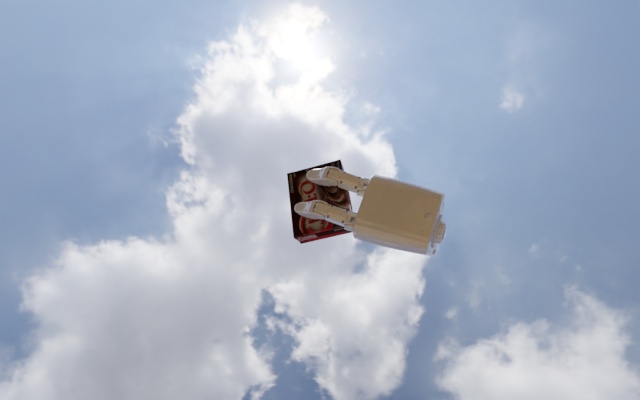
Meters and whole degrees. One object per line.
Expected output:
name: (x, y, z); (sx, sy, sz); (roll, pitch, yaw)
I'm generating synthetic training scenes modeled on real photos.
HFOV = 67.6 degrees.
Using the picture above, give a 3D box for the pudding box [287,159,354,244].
pudding box: (0.000, 0.002, 0.731); (0.090, 0.113, 0.039); (-14, -28, 12)
